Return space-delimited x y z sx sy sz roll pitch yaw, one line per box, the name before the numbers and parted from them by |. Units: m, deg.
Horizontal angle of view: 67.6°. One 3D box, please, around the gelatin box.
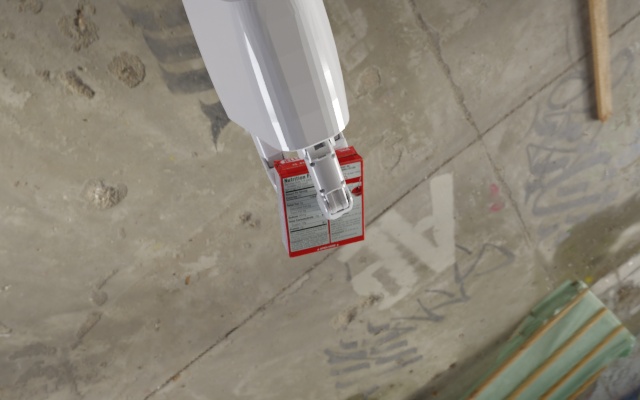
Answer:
gelatin box | 0.000 0.002 0.422 0.073 0.089 0.030 -13 33 -13
